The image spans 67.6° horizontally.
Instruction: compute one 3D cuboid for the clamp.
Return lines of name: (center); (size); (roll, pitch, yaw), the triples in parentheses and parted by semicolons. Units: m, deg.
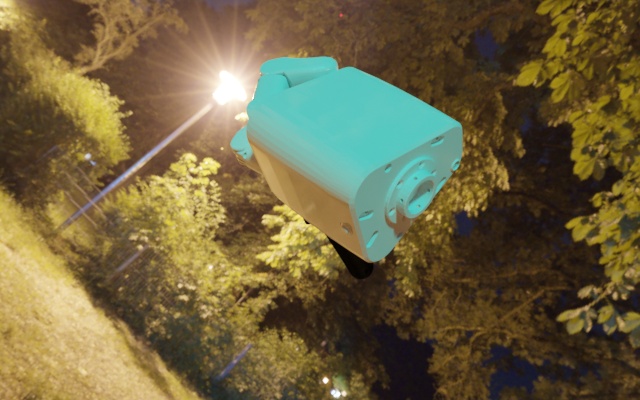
clamp: (0.000, 0.001, 0.452); (0.120, 0.039, 0.172); (40, -15, 37)
